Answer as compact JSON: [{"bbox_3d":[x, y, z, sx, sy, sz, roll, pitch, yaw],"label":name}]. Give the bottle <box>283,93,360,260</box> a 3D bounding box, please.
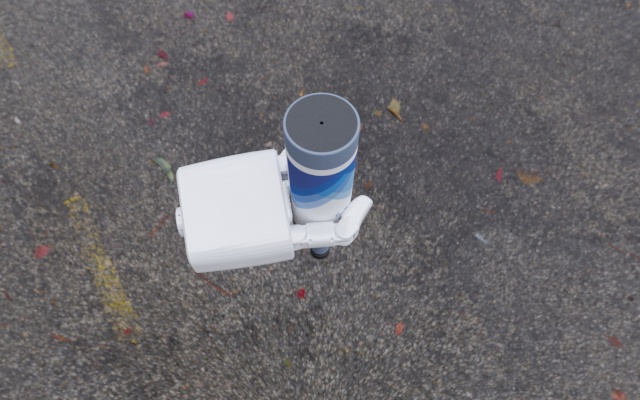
[{"bbox_3d":[0.000,0.002,0.538,0.069,0.069,0.296,0,-28,0],"label":"bottle"}]
